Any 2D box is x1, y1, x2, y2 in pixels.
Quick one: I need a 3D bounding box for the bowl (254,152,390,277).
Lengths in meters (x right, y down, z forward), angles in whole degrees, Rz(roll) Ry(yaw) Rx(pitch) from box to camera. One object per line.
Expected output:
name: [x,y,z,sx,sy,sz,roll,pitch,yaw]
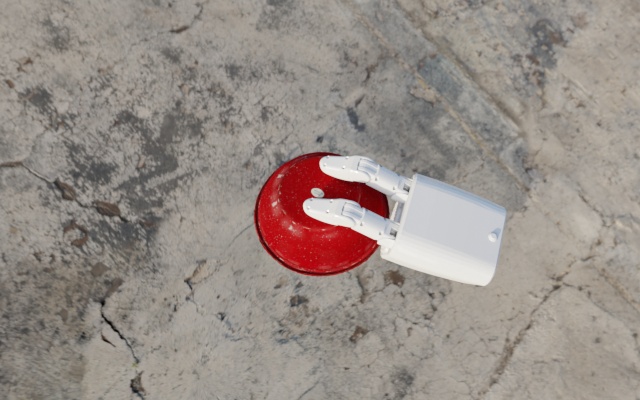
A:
bowl: [-0.001,0.002,0.546,0.162,0.162,0.055,0,-26,3]
